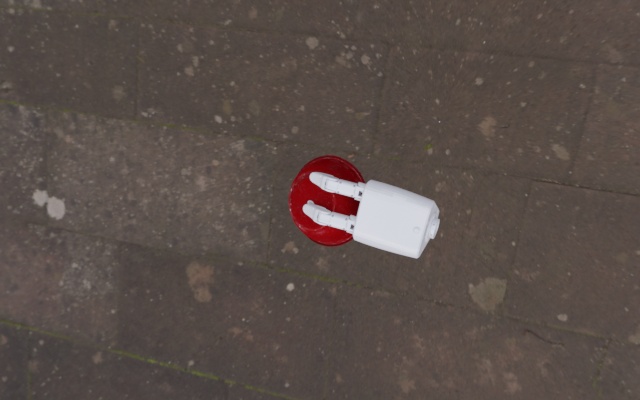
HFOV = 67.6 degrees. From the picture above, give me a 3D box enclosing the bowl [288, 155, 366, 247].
[{"bbox_3d":[-0.001,0.003,0.820,0.162,0.162,0.055,0,3,33],"label":"bowl"}]
